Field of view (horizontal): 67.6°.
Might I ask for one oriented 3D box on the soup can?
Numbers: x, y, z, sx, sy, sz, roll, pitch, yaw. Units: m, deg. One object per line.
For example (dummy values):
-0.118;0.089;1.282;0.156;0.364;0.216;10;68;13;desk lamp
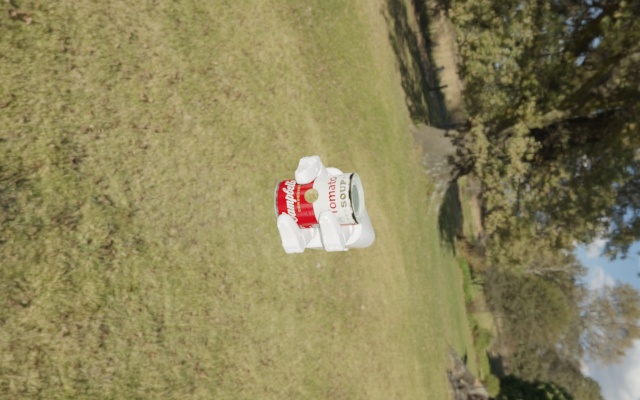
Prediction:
0.000;0.002;0.619;0.102;0.068;0.068;-5;-2;18;soup can
